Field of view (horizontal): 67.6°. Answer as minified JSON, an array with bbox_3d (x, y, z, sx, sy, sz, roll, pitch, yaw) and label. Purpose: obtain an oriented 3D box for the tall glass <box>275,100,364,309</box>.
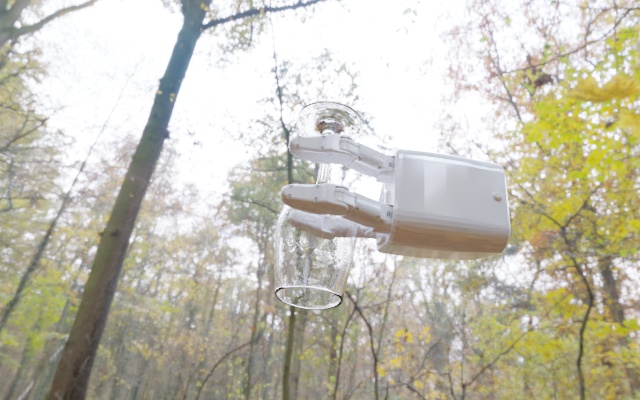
[{"bbox_3d":[0.000,0.001,0.474,0.079,0.201,0.079,6,-29,3],"label":"tall glass"}]
